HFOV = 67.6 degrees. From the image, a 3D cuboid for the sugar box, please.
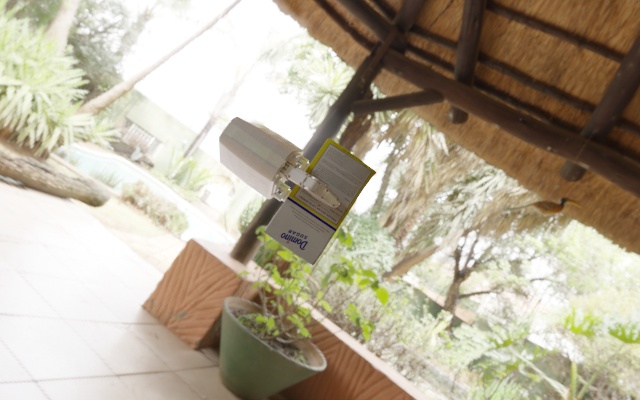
[{"bbox_3d":[0.000,0.002,0.739,0.093,0.176,0.048,35,-4,2],"label":"sugar box"}]
